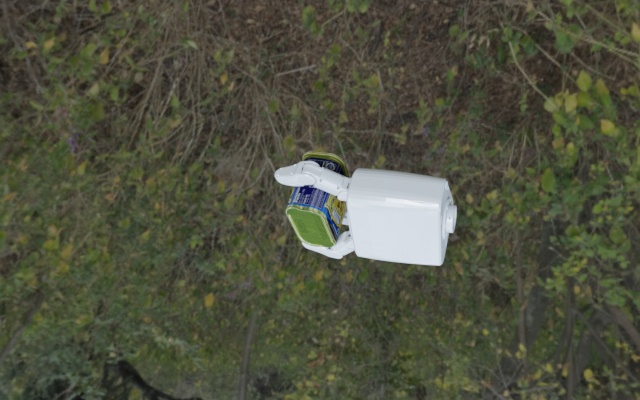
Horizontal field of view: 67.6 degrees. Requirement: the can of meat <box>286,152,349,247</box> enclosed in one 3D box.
[{"bbox_3d":[0.000,0.002,0.612,0.057,0.084,0.102,8,-30,20],"label":"can of meat"}]
